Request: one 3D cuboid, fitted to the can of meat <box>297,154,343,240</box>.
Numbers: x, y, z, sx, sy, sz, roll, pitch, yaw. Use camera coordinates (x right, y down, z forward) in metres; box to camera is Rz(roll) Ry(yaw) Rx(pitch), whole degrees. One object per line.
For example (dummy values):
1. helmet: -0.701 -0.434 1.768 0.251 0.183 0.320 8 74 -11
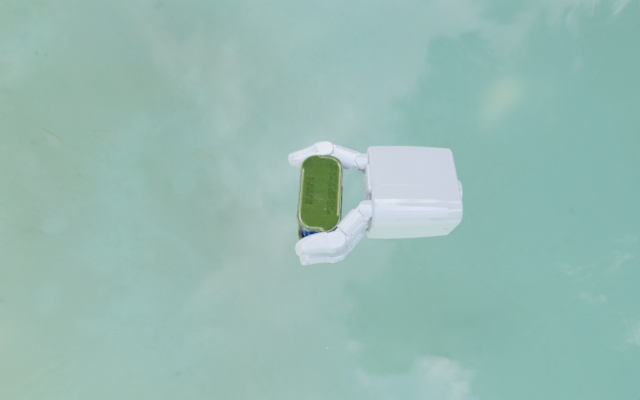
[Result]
1. can of meat: 0.000 0.002 0.602 0.057 0.102 0.084 3 -17 1
